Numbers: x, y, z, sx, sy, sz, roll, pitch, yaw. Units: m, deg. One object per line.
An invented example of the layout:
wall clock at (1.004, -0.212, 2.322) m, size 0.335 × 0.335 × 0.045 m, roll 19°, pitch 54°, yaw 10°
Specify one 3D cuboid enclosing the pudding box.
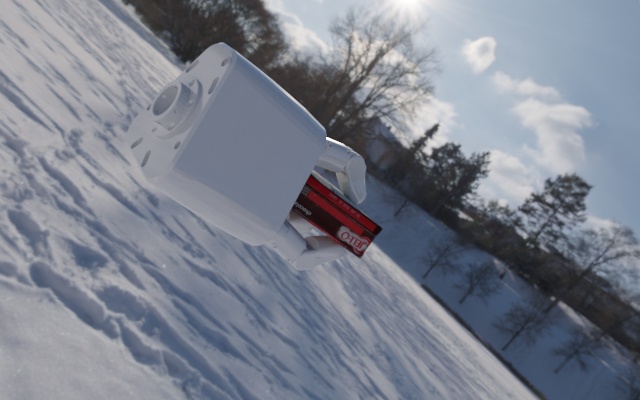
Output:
pudding box at (0.000, 0.001, 0.452) m, size 0.090 × 0.039 × 0.113 m, roll 38°, pitch 5°, yaw -16°
